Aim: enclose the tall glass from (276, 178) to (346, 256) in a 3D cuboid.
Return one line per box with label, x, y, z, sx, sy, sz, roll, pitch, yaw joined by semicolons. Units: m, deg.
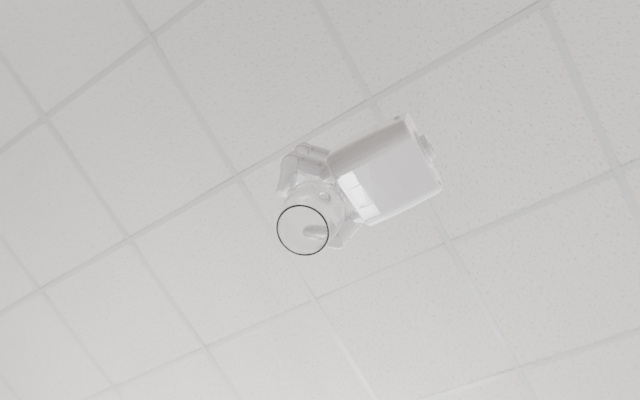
tall glass;0.000;0.002;0.626;0.079;0.079;0.201;0;19;13
